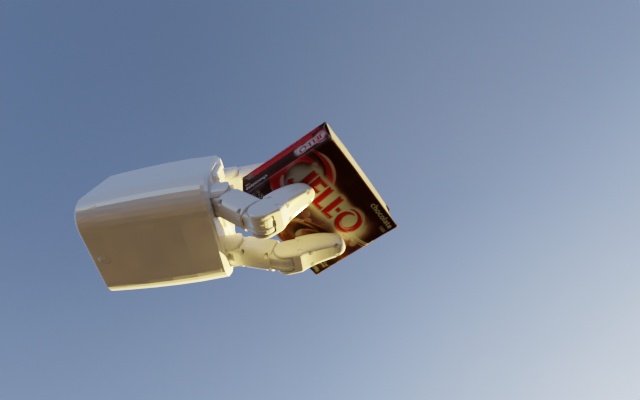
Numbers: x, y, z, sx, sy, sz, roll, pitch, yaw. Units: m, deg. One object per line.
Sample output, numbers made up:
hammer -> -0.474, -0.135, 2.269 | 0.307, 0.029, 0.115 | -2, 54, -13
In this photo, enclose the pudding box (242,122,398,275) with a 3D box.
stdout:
pudding box -> 0.000, 0.001, 0.418 | 0.090, 0.113, 0.039 | -32, 34, 14
